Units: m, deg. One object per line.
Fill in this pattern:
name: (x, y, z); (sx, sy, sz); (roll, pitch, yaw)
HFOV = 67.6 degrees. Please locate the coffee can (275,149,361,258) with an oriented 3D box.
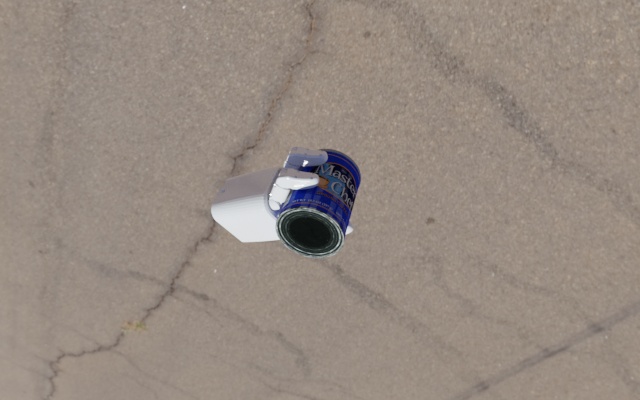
coffee can: (0.000, 0.002, 0.732); (0.103, 0.103, 0.140); (0, 41, 18)
